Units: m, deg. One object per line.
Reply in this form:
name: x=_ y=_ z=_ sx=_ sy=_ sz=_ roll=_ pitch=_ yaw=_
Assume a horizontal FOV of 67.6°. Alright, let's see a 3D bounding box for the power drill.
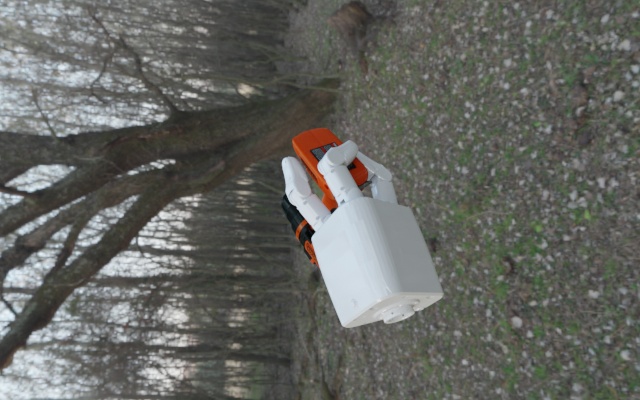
power drill: x=0.000 y=0.002 z=0.624 sx=0.057 sy=0.188 sz=0.184 roll=-24 pitch=51 yaw=-22
